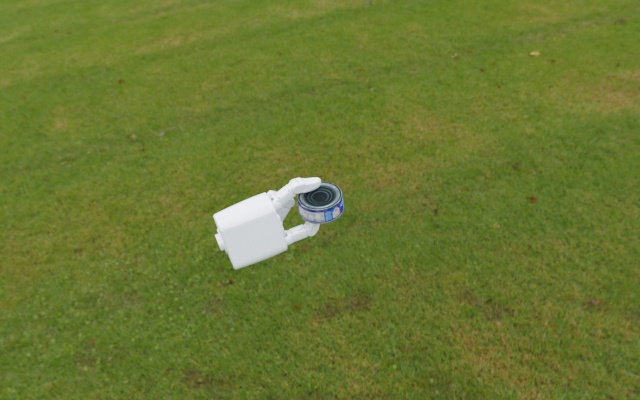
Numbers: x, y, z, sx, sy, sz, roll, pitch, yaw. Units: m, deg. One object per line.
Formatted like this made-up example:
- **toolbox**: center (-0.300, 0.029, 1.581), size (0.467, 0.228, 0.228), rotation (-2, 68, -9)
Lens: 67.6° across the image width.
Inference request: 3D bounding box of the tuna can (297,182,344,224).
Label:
- **tuna can**: center (0.000, 0.002, 0.886), size (0.086, 0.034, 0.086), rotation (-4, 40, 3)
